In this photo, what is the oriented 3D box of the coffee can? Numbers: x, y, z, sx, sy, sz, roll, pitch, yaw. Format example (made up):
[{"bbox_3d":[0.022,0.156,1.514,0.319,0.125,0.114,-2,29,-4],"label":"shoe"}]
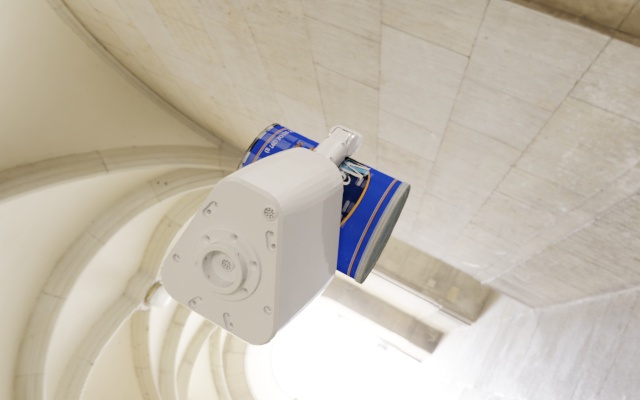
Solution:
[{"bbox_3d":[0.000,0.001,0.454,0.140,0.103,0.103,26,6,13],"label":"coffee can"}]
